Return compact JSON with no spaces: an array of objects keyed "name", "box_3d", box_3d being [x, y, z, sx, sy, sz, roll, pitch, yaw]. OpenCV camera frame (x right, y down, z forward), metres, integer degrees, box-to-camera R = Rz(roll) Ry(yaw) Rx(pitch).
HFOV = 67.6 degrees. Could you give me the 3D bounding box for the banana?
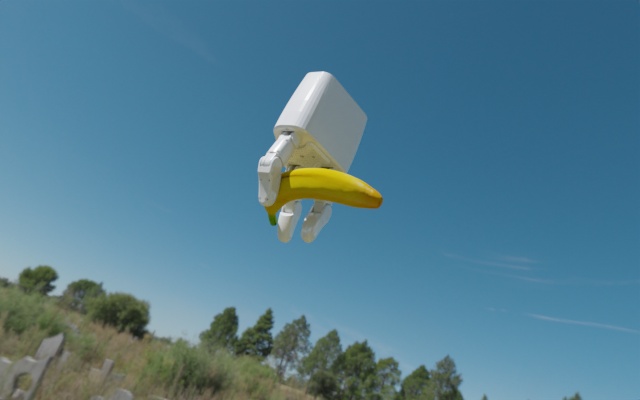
[{"name":"banana","box_3d":[-0.013,-0.010,0.588,0.198,0.037,0.070,-10,-49,46]}]
